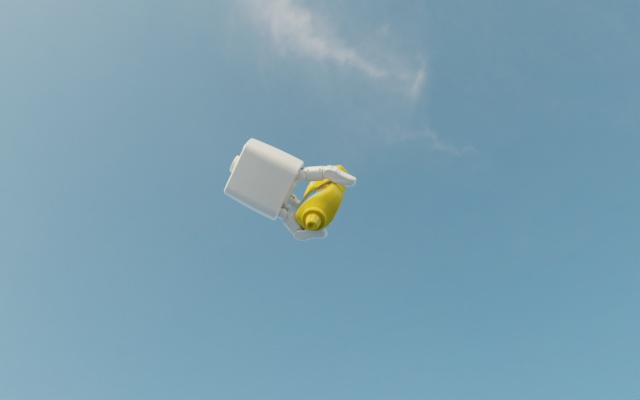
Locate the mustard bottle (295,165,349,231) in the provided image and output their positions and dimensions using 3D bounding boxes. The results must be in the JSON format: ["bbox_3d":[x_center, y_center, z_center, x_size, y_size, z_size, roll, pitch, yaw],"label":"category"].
[{"bbox_3d":[0.000,0.003,0.863,0.096,0.058,0.191,-36,13,22],"label":"mustard bottle"}]
